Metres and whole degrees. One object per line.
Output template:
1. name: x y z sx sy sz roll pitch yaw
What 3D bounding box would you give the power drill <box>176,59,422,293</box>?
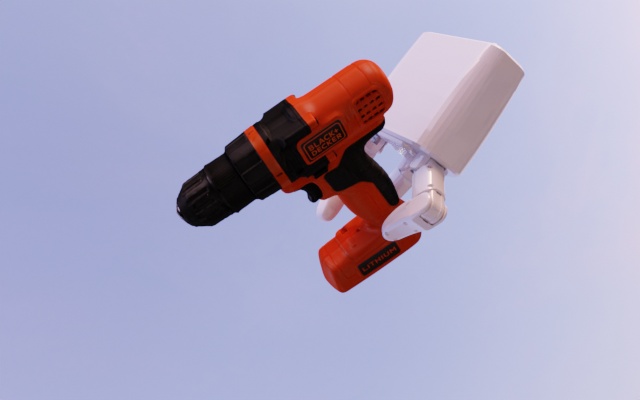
1. power drill: 0.000 0.001 0.403 0.184 0.188 0.057 -34 44 0
